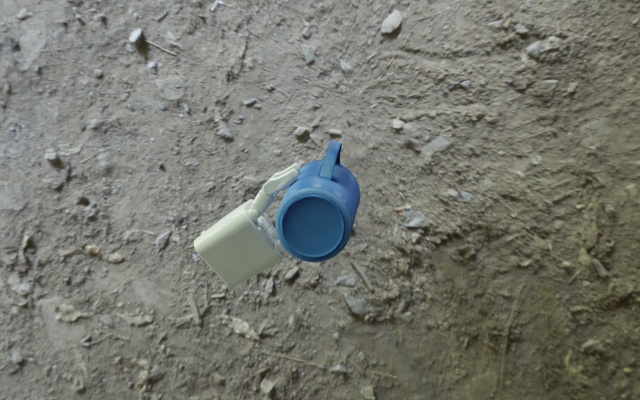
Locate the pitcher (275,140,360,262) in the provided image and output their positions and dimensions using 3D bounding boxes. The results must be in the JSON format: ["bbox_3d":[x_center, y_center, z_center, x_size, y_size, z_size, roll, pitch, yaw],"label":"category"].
[{"bbox_3d":[0.000,0.003,0.771,0.145,0.149,0.242,-30,8,9],"label":"pitcher"}]
